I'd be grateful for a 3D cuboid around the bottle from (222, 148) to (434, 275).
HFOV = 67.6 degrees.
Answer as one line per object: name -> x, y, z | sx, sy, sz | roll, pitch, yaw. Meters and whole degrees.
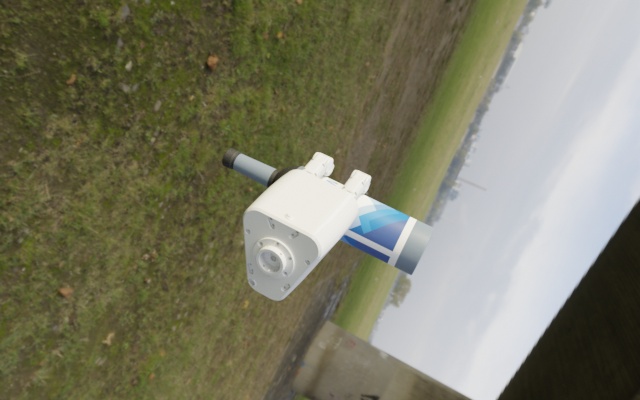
bottle -> 0.000, 0.002, 0.633 | 0.295, 0.069, 0.069 | 26, 6, 12
